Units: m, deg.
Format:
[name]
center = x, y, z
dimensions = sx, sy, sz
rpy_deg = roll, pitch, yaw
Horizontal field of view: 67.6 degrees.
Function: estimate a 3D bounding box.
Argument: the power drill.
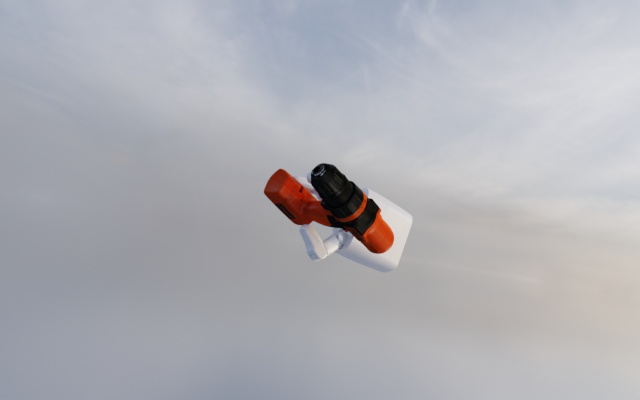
[power drill]
center = 0.000, 0.002, 0.701
dimensions = 0.187, 0.057, 0.184
rpy_deg = 16, -25, 48
